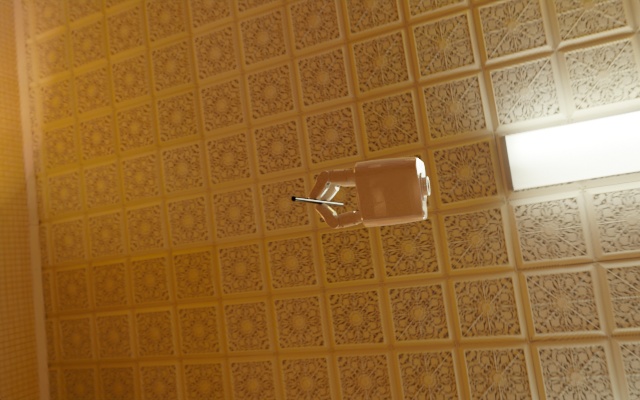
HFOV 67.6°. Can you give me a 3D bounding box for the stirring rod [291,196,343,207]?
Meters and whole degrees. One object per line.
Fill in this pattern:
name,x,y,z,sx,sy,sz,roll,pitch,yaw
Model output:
stirring rod,0.000,0.003,0.857,0.011,0.011,0.239,0,-3,20
